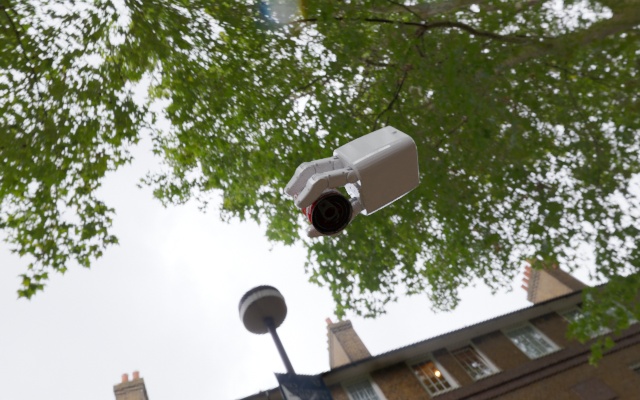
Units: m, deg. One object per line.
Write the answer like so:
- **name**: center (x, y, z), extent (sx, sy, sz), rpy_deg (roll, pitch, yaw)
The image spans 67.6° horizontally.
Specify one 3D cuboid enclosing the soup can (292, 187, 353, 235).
- **soup can**: center (0.000, 0.003, 0.768), extent (0.068, 0.068, 0.102), rpy_deg (0, 23, -23)
